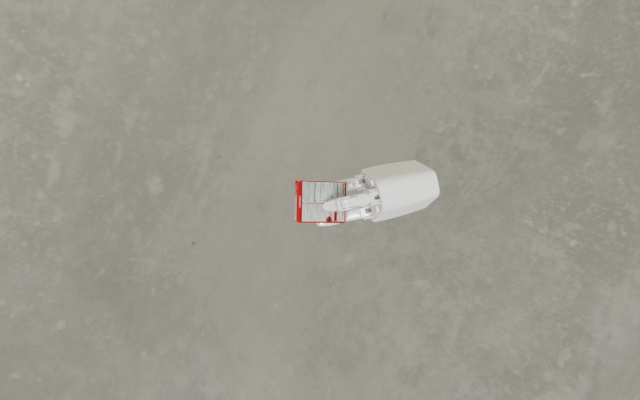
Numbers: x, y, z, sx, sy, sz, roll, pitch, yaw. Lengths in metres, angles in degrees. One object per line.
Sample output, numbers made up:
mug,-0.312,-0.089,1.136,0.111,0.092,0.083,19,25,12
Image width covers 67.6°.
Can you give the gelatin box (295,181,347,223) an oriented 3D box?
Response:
gelatin box,0.000,0.003,0.833,0.089,0.073,0.030,1,1,-15
